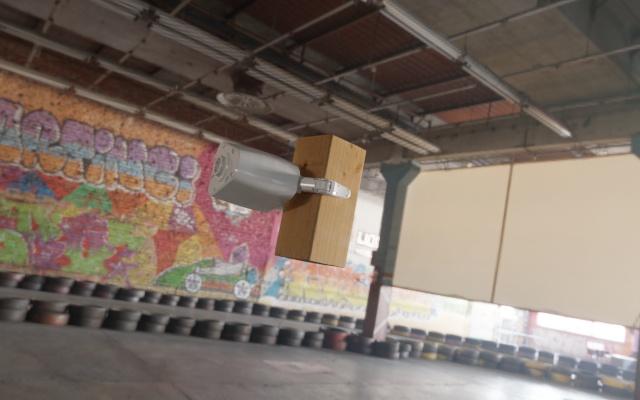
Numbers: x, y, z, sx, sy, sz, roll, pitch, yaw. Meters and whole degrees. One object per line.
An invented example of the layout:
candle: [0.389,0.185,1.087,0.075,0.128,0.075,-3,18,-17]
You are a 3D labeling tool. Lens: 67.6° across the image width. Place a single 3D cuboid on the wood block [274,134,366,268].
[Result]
wood block: [0.000,0.002,0.810,0.090,0.206,0.091,19,-12,-42]
